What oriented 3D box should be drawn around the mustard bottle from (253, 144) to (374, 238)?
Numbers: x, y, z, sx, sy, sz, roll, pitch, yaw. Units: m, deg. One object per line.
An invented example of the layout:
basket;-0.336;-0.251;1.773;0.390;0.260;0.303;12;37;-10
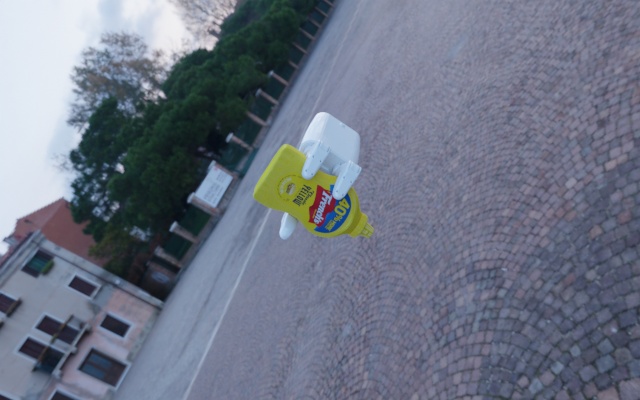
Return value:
mustard bottle;0.000;0.002;0.733;0.191;0.096;0.058;32;13;-12
